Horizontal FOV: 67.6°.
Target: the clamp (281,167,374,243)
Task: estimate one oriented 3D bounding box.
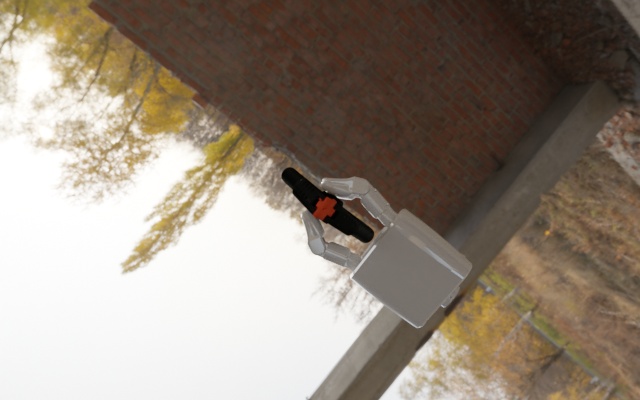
[{"bbox_3d":[0.000,0.003,0.621,0.164,0.036,0.210,37,2,8],"label":"clamp"}]
